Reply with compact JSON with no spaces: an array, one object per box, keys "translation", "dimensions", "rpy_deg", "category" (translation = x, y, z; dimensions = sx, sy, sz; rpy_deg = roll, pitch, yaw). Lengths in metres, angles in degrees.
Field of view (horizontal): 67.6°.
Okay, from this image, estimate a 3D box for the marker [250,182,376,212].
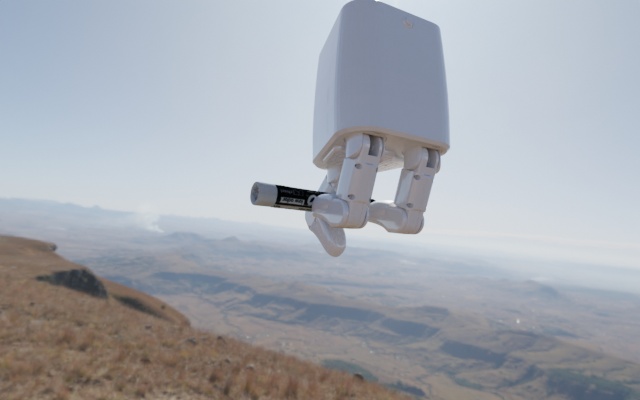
[{"translation":[0.000,0.001,0.402],"dimensions":[0.121,0.020,0.020],"rpy_deg":[8,-4,-31],"category":"marker"}]
